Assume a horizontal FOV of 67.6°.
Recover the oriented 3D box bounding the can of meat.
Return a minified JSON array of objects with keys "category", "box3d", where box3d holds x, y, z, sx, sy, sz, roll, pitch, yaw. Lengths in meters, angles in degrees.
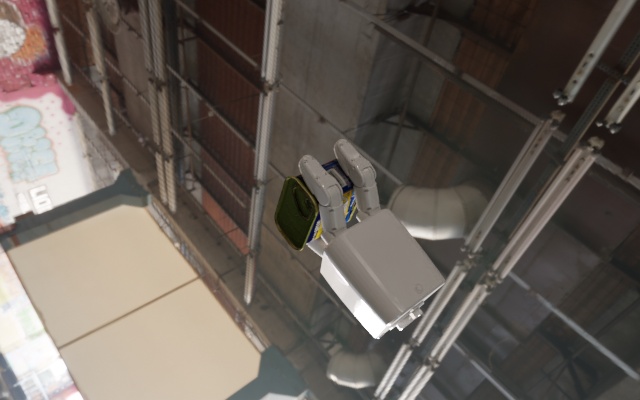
[{"category":"can of meat","box3d":[0.000,0.002,0.572,0.084,0.057,0.102,-26,-26,-32]}]
